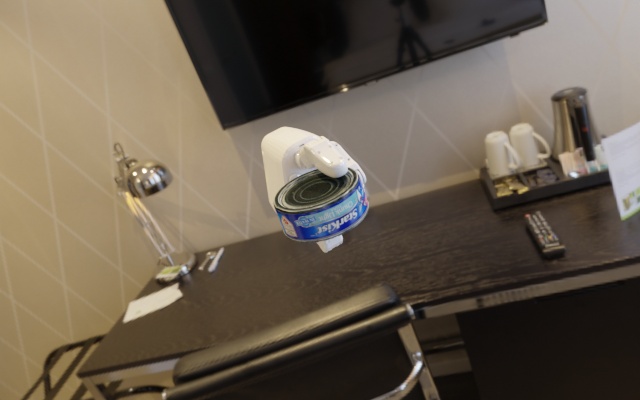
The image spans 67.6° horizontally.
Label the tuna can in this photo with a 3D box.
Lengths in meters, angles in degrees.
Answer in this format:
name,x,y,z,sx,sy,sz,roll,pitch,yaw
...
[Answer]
name,x,y,z,sx,sy,sz,roll,pitch,yaw
tuna can,0.000,0.001,0.448,0.086,0.034,0.086,-16,26,8
